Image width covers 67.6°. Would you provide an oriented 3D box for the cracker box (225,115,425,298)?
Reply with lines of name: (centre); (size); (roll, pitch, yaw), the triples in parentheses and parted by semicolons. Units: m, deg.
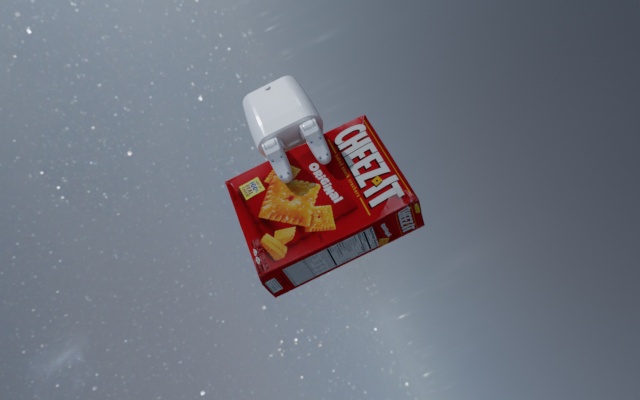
cracker box: (0.000, 0.002, 0.622); (0.214, 0.164, 0.072); (-26, -35, 1)
